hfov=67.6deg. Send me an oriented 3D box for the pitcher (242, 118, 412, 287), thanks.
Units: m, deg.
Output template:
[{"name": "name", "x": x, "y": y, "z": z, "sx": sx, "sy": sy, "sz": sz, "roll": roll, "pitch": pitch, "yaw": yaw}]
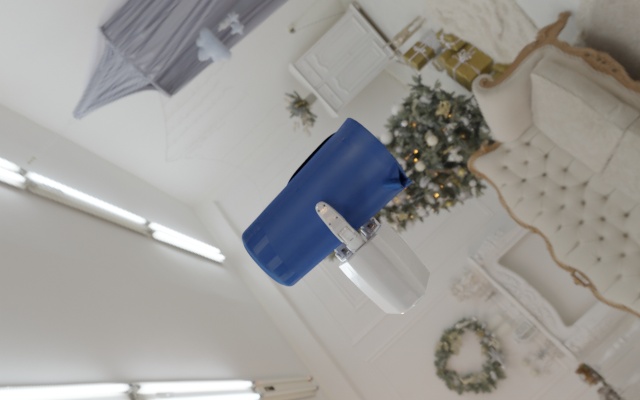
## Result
[{"name": "pitcher", "x": 0.000, "y": 0.002, "z": 0.705, "sx": 0.243, "sy": 0.145, "sz": 0.149, "roll": -44, "pitch": -4, "yaw": 1}]
